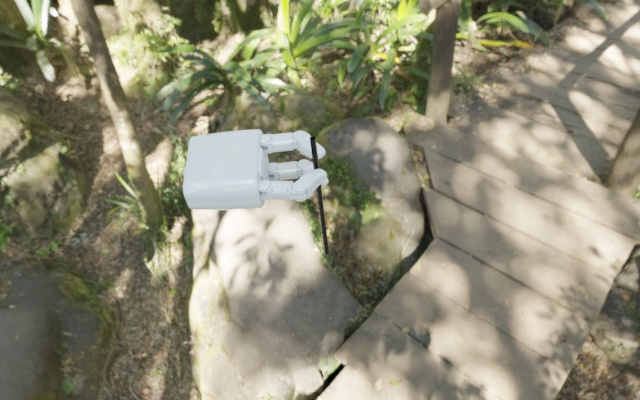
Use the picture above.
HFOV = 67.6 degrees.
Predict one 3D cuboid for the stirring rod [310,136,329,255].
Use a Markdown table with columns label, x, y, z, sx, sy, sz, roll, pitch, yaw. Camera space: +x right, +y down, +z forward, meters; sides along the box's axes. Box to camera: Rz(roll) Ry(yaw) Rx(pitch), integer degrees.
| label | x | y | z | sx | sy | sz | roll | pitch | yaw |
| --- | --- | --- | --- | --- | --- | --- | --- | --- | --- |
| stirring rod | 0.000 | 0.002 | 0.726 | 0.011 | 0.240 | 0.011 | -4 | 44 | 4 |
